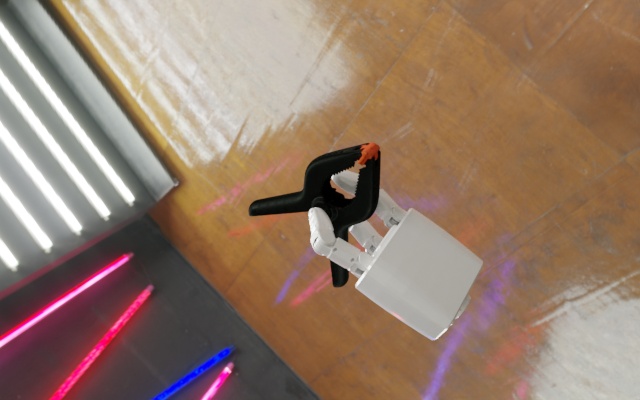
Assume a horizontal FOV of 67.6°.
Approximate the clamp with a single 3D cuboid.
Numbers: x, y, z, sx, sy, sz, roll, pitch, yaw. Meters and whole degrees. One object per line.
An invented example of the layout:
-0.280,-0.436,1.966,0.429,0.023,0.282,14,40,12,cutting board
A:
0.000,0.002,0.582,0.164,0.210,0.036,34,41,7,clamp
